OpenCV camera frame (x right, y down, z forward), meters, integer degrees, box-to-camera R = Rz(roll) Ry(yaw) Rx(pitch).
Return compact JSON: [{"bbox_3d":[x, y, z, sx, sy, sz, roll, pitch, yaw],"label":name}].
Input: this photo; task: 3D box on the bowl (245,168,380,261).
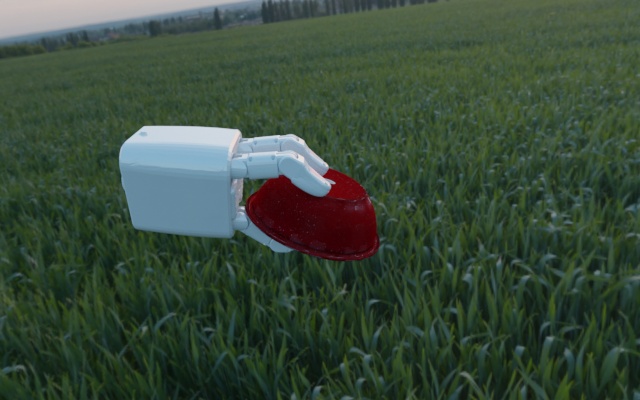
[{"bbox_3d":[0.001,0.002,0.541,0.162,0.055,0.162,17,22,-7],"label":"bowl"}]
